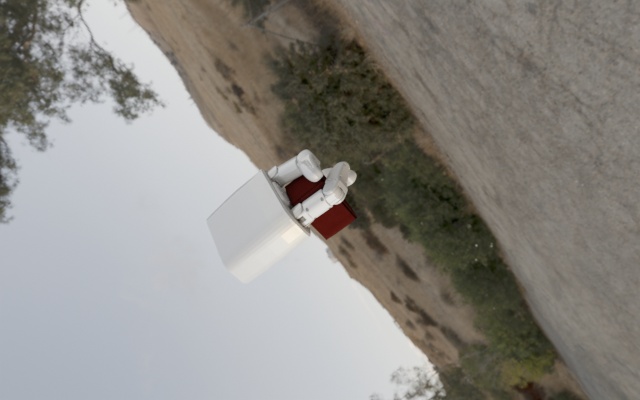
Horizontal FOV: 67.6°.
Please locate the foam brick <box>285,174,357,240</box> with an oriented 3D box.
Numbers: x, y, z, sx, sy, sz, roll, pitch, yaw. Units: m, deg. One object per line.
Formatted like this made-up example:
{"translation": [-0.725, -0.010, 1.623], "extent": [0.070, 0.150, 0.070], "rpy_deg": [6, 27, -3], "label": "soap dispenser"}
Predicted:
{"translation": [0.000, 0.002, 0.625], "extent": [0.051, 0.078, 0.053], "rpy_deg": [-39, 31, 6], "label": "foam brick"}
